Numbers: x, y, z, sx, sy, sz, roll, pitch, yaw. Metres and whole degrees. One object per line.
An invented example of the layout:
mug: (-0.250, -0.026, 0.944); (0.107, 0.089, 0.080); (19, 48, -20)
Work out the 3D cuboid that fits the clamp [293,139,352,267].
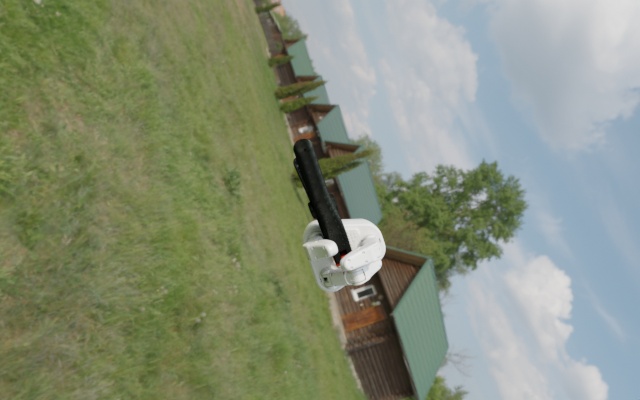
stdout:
clamp: (0.001, 0.002, 0.644); (0.039, 0.171, 0.120); (-19, 5, 1)
